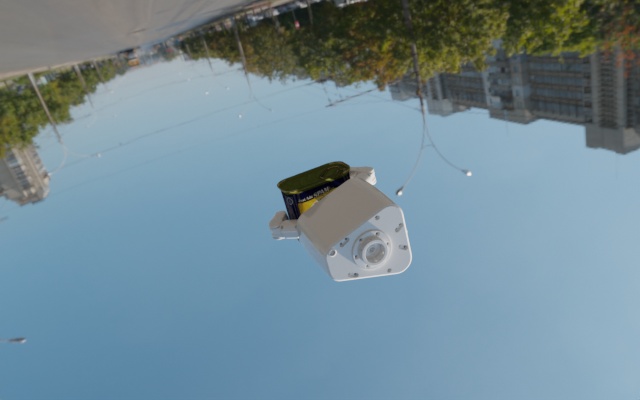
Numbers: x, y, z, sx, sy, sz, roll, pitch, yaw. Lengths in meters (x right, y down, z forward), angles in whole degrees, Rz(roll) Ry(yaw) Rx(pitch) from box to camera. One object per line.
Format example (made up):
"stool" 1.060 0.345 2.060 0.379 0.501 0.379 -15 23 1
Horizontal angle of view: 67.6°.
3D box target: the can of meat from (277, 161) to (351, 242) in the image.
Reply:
"can of meat" 0.000 0.003 0.675 0.102 0.084 0.057 -21 23 -14
